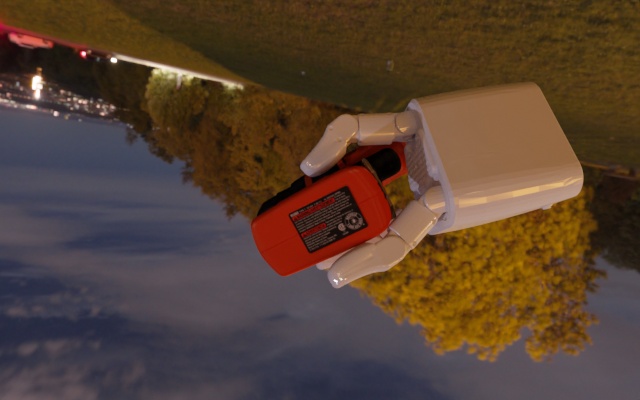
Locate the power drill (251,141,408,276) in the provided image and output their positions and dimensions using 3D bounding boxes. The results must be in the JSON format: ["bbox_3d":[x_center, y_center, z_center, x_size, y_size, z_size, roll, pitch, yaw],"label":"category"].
[{"bbox_3d":[0.000,0.001,0.441,0.184,0.057,0.187,-29,9,16],"label":"power drill"}]
